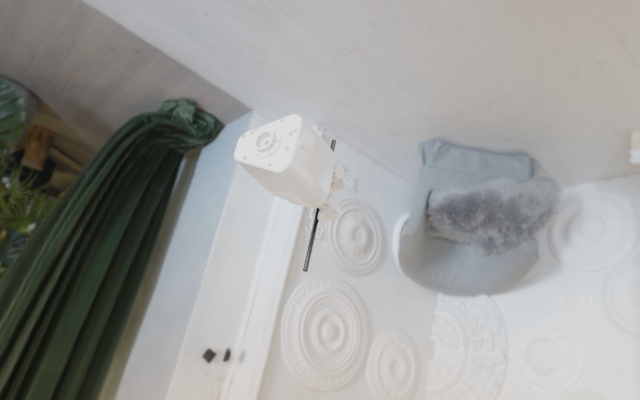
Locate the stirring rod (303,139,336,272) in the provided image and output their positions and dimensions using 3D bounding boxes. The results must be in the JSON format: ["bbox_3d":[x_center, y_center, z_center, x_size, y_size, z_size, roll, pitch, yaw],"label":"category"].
[{"bbox_3d":[0.000,0.002,0.796,0.011,0.239,0.011,11,-23,5],"label":"stirring rod"}]
